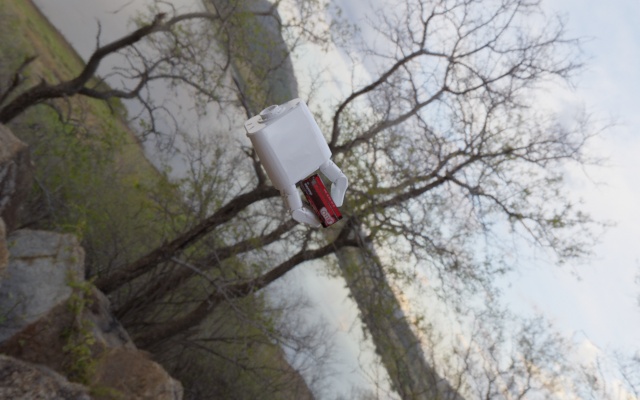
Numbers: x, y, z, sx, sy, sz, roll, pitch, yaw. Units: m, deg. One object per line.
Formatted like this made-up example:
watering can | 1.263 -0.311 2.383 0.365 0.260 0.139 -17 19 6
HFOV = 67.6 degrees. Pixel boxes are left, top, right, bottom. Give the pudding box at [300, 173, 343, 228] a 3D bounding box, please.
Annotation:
pudding box | 0.000 0.003 0.848 0.039 0.090 0.113 -29 -2 -2
